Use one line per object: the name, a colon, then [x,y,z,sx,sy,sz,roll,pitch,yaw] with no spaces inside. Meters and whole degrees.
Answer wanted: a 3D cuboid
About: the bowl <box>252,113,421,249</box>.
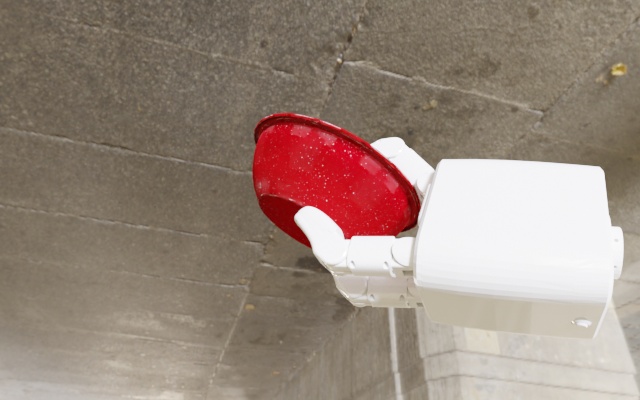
bowl: [-0.001,0.002,0.406,0.162,0.055,0.162,27,-22,12]
